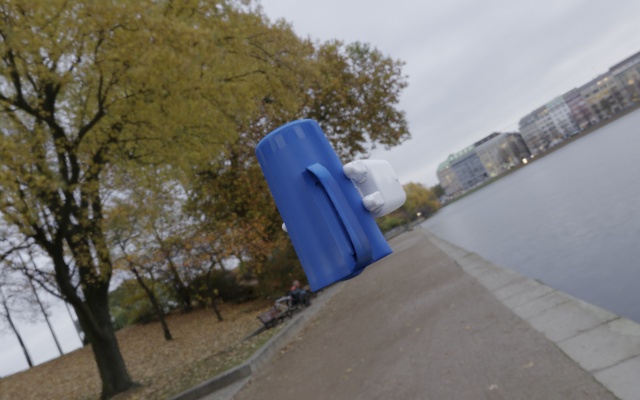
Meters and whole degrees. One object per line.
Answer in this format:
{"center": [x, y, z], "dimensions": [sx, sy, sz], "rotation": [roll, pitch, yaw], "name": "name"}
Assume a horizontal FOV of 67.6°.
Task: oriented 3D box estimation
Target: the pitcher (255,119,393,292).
{"center": [0.000, 0.002, 0.711], "dimensions": [0.149, 0.243, 0.145], "rotation": [-31, -9, 31], "name": "pitcher"}
